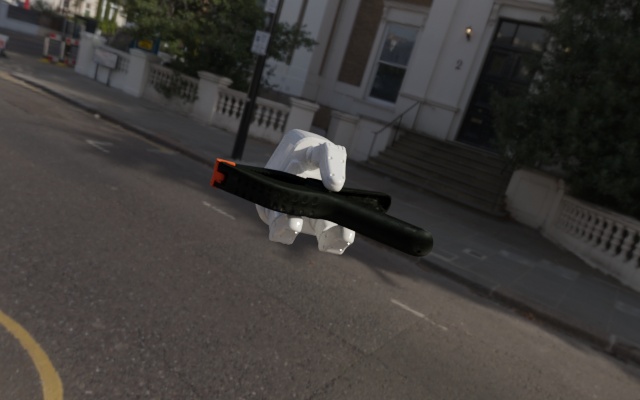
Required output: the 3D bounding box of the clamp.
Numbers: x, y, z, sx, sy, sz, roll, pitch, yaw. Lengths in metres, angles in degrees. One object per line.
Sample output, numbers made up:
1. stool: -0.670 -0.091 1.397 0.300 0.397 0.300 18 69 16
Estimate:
1. clamp: 0.000 0.001 0.465 0.210 0.036 0.164 13 11 -16
